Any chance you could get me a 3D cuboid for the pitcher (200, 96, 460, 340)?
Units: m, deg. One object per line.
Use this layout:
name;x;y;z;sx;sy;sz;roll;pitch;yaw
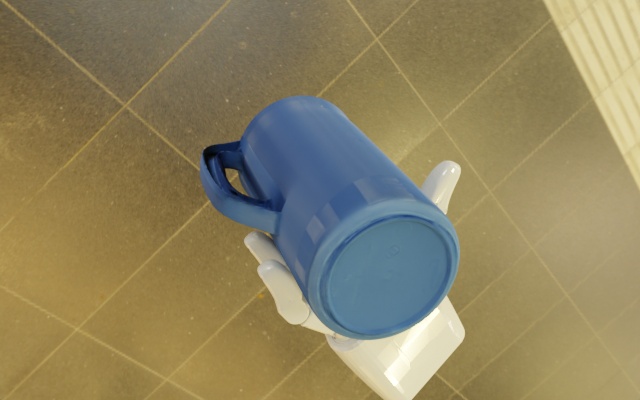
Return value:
pitcher;0.000;0.001;0.404;0.149;0.145;0.242;-36;29;1
